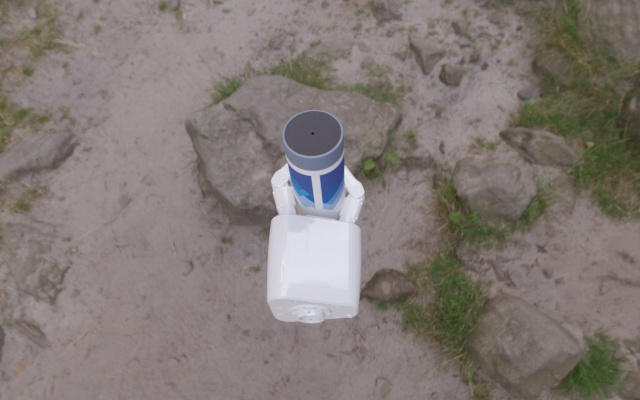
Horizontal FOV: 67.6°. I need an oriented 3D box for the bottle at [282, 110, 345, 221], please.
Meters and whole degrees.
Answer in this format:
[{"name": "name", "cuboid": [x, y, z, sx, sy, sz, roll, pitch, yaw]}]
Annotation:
[{"name": "bottle", "cuboid": [0.000, 0.002, 0.640, 0.069, 0.069, 0.296, 0, -30, 4]}]
